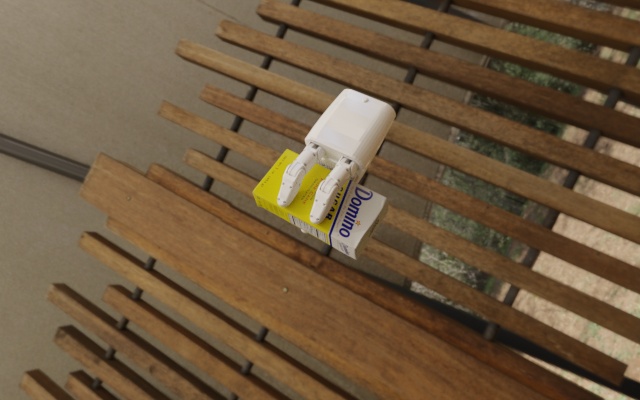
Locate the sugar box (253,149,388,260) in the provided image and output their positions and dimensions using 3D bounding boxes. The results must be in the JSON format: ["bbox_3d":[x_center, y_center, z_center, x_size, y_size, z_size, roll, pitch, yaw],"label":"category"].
[{"bbox_3d":[0.000,0.002,0.690,0.176,0.093,0.048,26,-24,21],"label":"sugar box"}]
